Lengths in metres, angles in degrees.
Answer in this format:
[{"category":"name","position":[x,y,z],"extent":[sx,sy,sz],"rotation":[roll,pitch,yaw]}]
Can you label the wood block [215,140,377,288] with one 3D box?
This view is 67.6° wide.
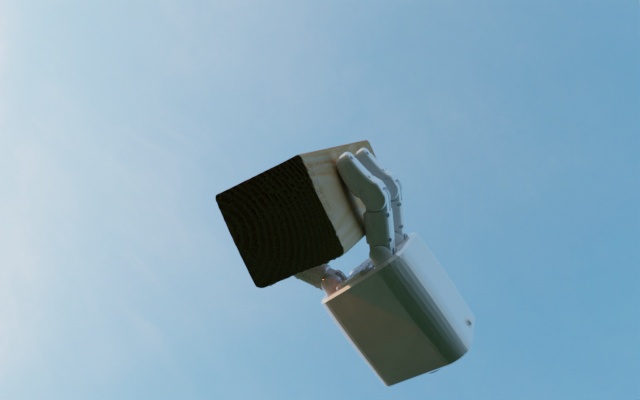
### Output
[{"category":"wood block","position":[0.000,0.002,0.481],"extent":[0.091,0.090,0.206],"rotation":[-25,1,23]}]
